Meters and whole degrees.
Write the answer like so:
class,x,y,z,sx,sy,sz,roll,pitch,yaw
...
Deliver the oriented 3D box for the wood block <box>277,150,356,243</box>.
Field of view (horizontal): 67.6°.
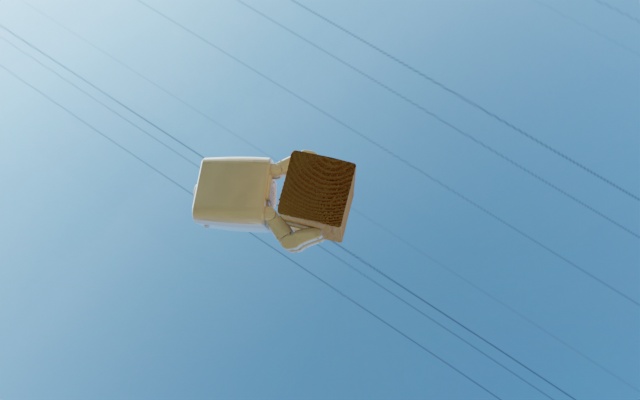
class,x,y,z,sx,sy,sz,roll,pitch,yaw
wood block,0.000,0.002,0.726,0.090,0.091,0.206,13,-9,5
